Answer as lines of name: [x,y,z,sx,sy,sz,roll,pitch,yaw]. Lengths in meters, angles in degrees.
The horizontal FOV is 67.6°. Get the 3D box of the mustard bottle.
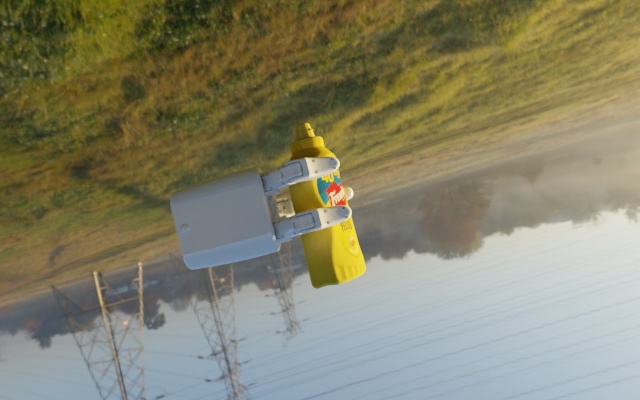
mustard bottle: [0.000,0.002,0.568,0.058,0.191,0.096,-16,-4,25]
